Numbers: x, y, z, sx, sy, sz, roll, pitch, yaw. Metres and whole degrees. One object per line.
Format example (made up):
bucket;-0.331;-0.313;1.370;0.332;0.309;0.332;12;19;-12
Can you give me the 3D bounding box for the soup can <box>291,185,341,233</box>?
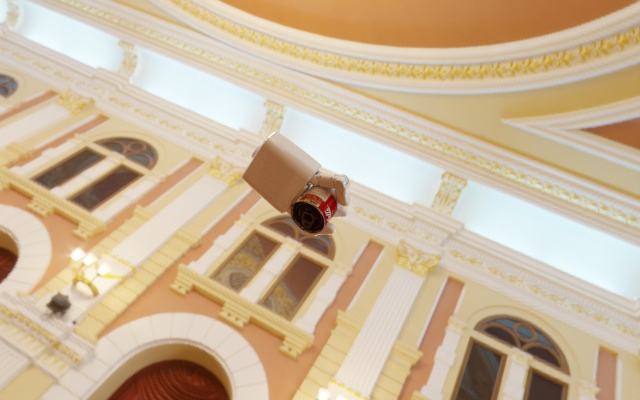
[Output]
soup can;0.001;0.003;0.863;0.068;0.068;0.102;0;33;33
